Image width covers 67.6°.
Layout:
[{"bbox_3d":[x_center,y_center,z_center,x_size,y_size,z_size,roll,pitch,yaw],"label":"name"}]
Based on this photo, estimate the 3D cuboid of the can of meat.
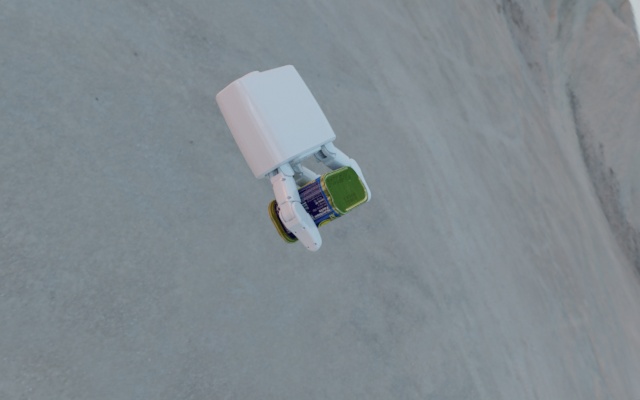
[{"bbox_3d":[0.000,0.002,0.581,0.084,0.057,0.102,-28,-1,29],"label":"can of meat"}]
